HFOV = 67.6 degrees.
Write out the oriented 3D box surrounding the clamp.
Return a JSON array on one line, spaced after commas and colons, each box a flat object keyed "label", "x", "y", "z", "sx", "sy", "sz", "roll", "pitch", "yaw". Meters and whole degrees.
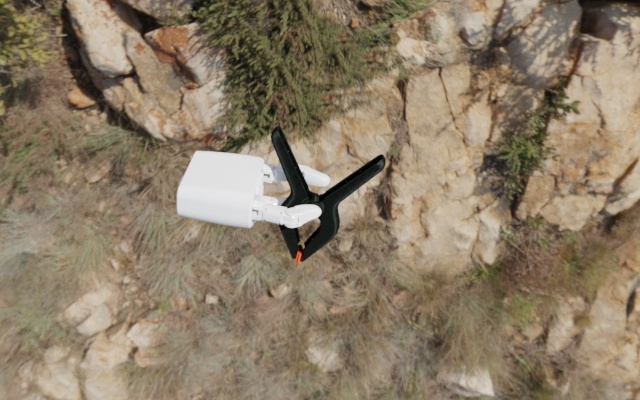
[{"label": "clamp", "x": 0.000, "y": 0.003, "z": 0.706, "sx": 0.164, "sy": 0.210, "sz": 0.036, "roll": 9, "pitch": 26, "yaw": 2}]
